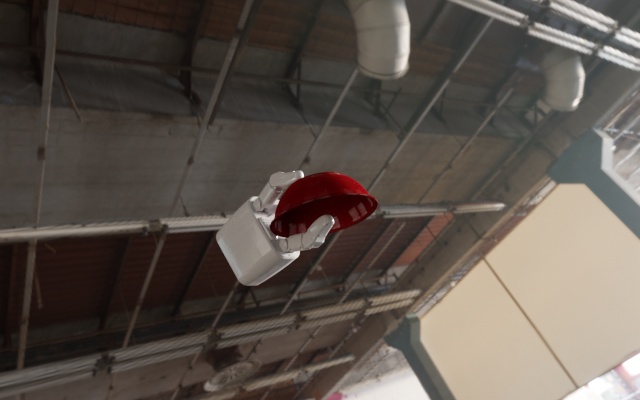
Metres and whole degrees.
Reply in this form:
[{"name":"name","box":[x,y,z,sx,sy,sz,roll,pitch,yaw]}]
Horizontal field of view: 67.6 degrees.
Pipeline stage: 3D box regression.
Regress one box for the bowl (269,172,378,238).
[{"name":"bowl","box":[0.001,0.001,0.703,0.162,0.055,0.162,-12,-21,-4]}]
